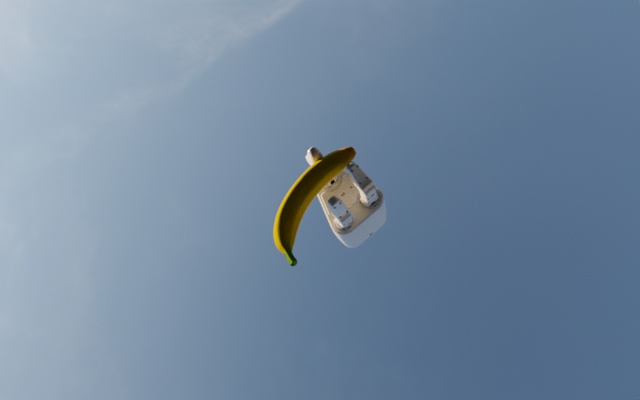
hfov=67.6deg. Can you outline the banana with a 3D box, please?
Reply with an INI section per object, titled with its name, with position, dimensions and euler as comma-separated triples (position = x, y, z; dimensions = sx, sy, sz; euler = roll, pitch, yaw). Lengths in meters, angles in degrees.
[banana]
position = -0.018, -0.001, 0.696
dimensions = 0.069, 0.197, 0.037
euler = 22, -16, 21
